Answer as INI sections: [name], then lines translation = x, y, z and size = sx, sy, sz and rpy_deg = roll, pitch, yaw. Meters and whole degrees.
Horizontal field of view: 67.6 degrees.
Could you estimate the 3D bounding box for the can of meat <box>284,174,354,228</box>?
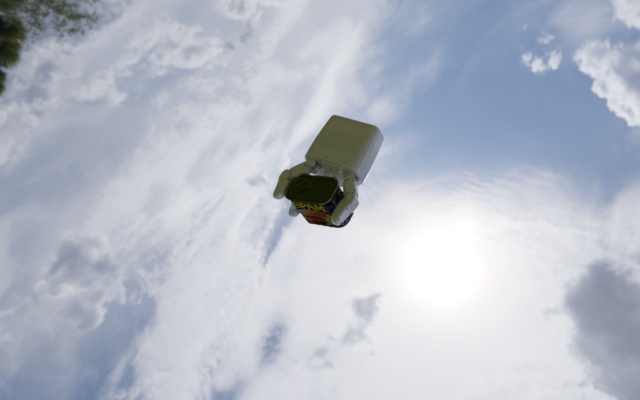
[can of meat]
translation = 0.000, 0.003, 0.850
size = 0.102, 0.057, 0.084
rpy_deg = 8, -31, 35
